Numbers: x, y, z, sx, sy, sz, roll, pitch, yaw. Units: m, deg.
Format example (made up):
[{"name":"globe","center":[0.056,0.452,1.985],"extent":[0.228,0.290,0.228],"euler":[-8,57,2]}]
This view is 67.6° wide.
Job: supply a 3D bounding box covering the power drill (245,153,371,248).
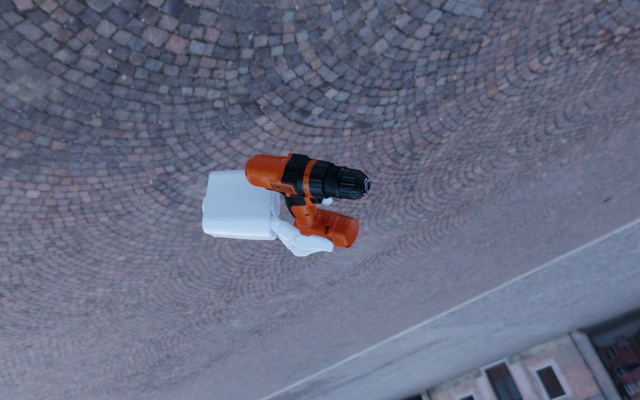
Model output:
[{"name":"power drill","center":[0.000,0.003,0.703],"extent":[0.184,0.057,0.188],"euler":[12,-28,26]}]
